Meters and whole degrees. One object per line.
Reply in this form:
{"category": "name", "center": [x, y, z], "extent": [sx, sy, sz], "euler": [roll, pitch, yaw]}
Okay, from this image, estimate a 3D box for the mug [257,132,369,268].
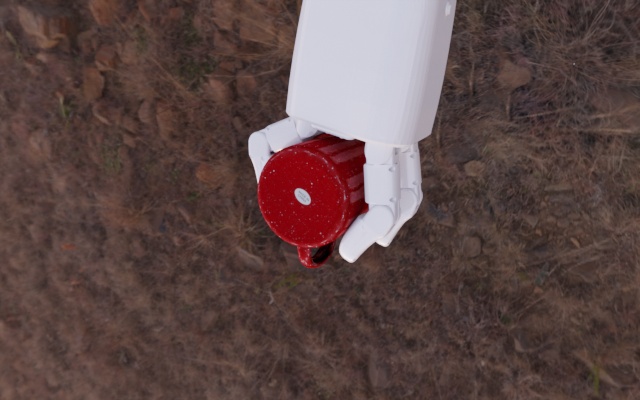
{"category": "mug", "center": [0.000, 0.003, 0.401], "extent": [0.093, 0.117, 0.081], "euler": [16, 20, 23]}
